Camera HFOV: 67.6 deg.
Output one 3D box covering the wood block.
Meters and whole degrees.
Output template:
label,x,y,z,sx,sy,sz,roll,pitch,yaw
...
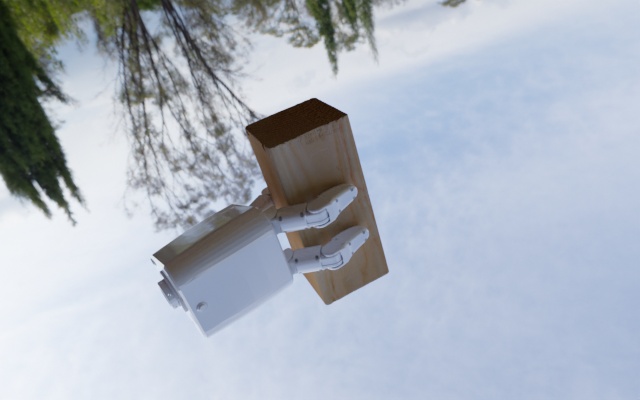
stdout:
label,x,y,z,sx,sy,sz,roll,pitch,yaw
wood block,0.000,0.002,0.543,0.090,0.206,0.090,-26,31,-13
